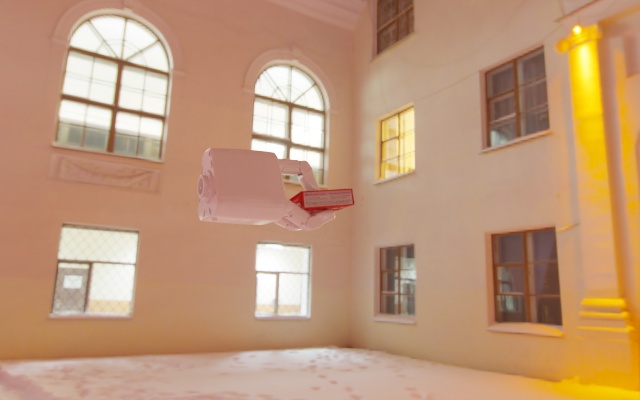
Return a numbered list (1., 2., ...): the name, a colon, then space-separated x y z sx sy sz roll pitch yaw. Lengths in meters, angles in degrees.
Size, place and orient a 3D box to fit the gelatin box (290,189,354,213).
1. gelatin box: 0.000 0.002 0.776 0.089 0.030 0.073 -5 -7 -19
